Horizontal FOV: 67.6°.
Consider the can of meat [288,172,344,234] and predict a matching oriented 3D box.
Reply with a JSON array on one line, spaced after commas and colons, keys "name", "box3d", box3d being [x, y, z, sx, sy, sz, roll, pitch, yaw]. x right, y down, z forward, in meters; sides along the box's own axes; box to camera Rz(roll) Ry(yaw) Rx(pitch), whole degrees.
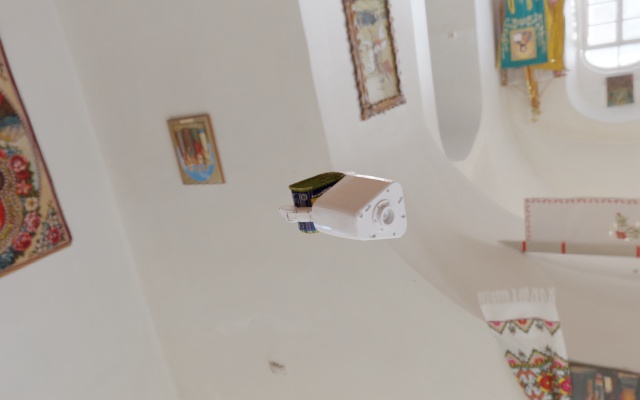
[{"name": "can of meat", "box3d": [0.000, 0.003, 0.848, 0.102, 0.084, 0.057, -22, 19, -37]}]
